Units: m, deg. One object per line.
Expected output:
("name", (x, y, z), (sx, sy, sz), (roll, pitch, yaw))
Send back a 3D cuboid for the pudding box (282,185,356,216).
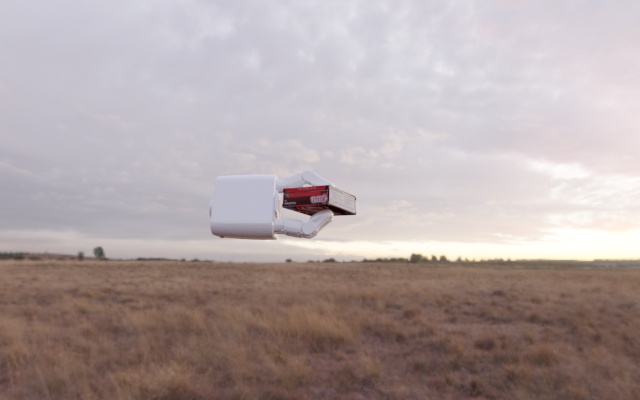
("pudding box", (0.000, 0.003, 0.829), (0.090, 0.039, 0.113), (-2, -9, 28))
